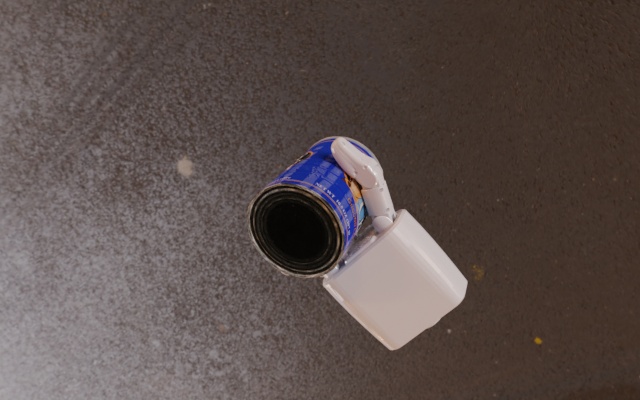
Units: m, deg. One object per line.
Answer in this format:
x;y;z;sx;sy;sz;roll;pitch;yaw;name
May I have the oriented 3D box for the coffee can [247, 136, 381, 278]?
0.000;0.001;0.510;0.103;0.103;0.140;0;25;24;coffee can
